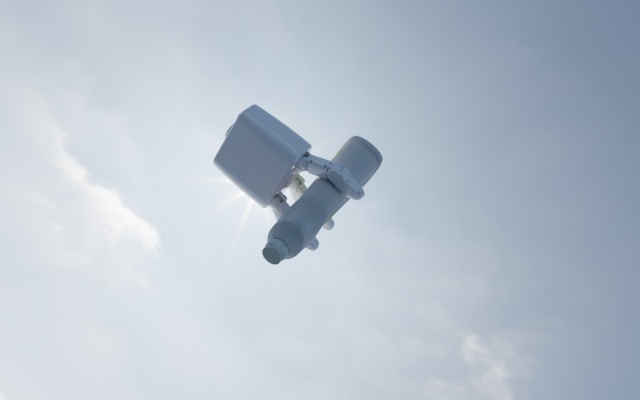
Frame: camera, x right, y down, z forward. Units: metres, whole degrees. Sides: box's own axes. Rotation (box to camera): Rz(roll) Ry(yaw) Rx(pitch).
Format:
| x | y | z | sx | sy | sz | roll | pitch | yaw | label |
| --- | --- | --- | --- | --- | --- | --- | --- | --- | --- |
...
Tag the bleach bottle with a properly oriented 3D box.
| x | y | z | sx | sy | sz | roll | pitch | yaw | label |
| --- | --- | --- | --- | --- | --- | --- | --- | --- | --- |
| 0.000 | 0.002 | 0.688 | 0.250 | 0.068 | 0.103 | -47 | -5 | -47 | bleach bottle |
